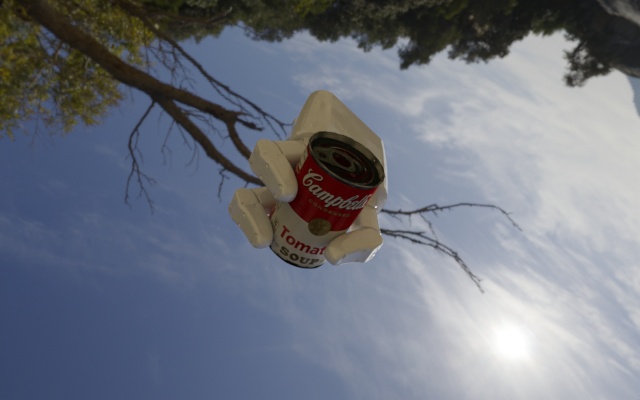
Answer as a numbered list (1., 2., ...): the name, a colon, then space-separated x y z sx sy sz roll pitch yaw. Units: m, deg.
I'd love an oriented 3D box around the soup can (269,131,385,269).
1. soup can: 0.000 0.002 0.409 0.068 0.102 0.068 21 35 -16
